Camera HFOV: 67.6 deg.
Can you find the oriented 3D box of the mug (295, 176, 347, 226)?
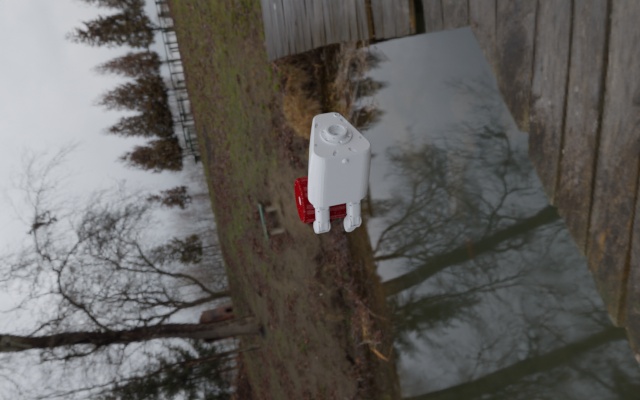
[{"bbox_3d":[0.000,0.004,0.863,0.081,0.093,0.117,-9,-42,-11],"label":"mug"}]
